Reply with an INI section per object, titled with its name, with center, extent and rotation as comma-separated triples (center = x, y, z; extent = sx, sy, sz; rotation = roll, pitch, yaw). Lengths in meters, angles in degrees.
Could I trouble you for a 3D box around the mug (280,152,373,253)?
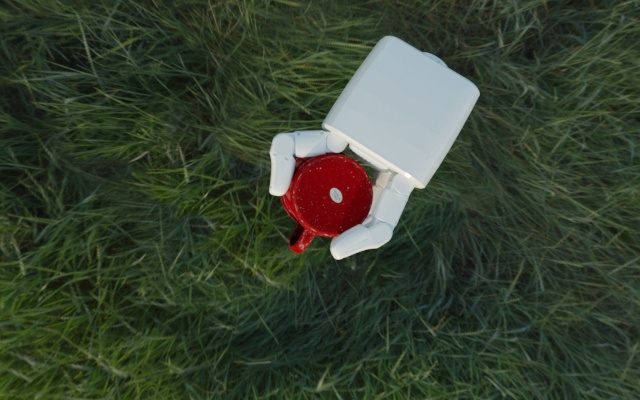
[mug]
center = -0.001, 0.003, 0.493
extent = 0.093, 0.117, 0.081
rotation = 31, 2, -11
